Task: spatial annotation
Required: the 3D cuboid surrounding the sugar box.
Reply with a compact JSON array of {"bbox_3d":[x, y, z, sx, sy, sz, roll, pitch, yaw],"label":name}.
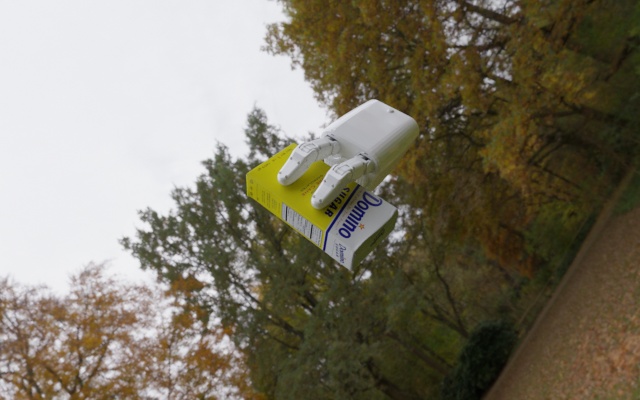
[{"bbox_3d":[0.000,0.001,0.600,0.176,0.048,0.093,32,52,25],"label":"sugar box"}]
